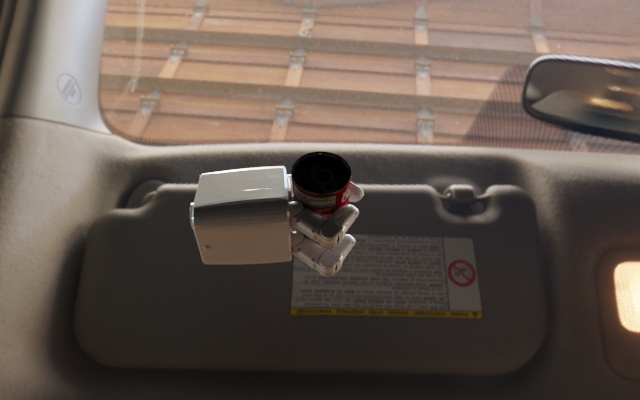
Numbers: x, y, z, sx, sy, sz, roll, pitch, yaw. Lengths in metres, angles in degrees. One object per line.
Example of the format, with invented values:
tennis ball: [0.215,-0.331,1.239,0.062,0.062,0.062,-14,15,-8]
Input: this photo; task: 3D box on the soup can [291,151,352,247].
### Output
soup can: [0.001,0.002,0.569,0.068,0.068,0.102,0,-42,-1]
